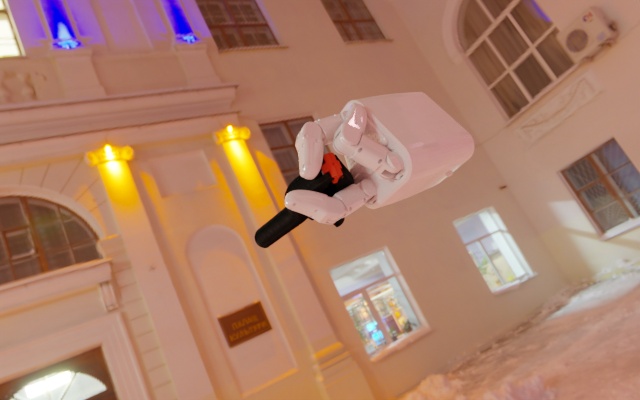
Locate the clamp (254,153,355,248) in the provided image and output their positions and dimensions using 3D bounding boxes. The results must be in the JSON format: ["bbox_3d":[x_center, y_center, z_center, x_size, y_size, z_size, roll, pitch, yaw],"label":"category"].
[{"bbox_3d":[0.000,0.001,0.549,0.120,0.039,0.171,-17,-18,-33],"label":"clamp"}]
